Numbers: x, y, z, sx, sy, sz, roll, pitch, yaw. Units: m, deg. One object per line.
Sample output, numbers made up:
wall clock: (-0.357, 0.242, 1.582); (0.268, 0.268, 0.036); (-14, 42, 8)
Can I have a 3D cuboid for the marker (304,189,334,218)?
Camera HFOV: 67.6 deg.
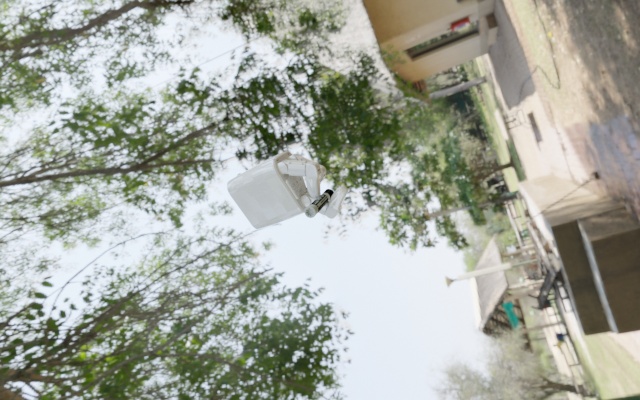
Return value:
marker: (0.000, 0.003, 0.798); (0.020, 0.020, 0.121); (0, 16, 17)
